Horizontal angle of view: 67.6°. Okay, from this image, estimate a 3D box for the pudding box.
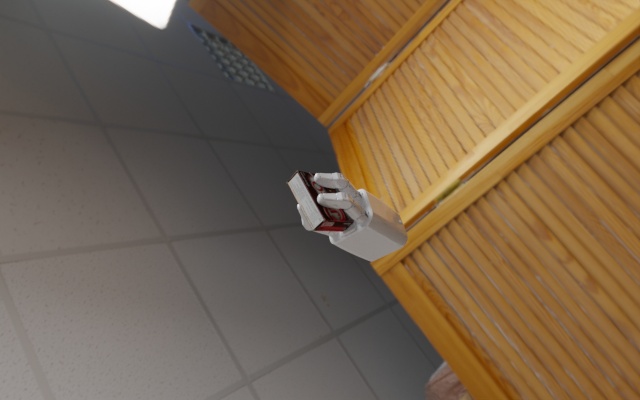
[{"bbox_3d":[0.000,0.003,0.863,0.039,0.113,0.090,-45,-28,25],"label":"pudding box"}]
